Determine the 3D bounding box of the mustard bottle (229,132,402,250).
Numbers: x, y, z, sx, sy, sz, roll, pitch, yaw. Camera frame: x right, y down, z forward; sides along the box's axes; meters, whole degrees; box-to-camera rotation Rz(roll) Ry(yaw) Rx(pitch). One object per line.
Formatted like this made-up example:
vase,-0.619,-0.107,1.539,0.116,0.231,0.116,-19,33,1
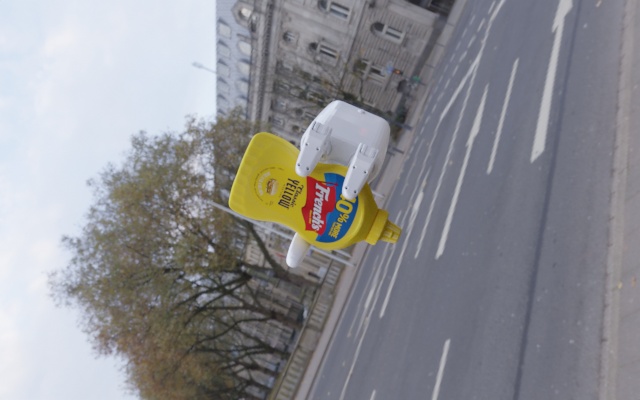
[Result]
mustard bottle,0.000,0.002,0.538,0.191,0.096,0.058,24,11,2
